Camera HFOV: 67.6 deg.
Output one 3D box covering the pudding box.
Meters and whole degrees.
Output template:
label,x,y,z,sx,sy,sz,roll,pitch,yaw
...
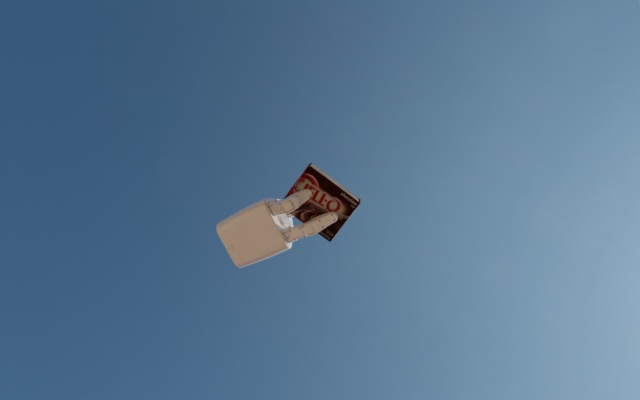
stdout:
label,x,y,z,sx,sy,sz,roll,pitch,yaw
pudding box,0.000,0.003,0.836,0.113,0.090,0.039,35,15,-4
